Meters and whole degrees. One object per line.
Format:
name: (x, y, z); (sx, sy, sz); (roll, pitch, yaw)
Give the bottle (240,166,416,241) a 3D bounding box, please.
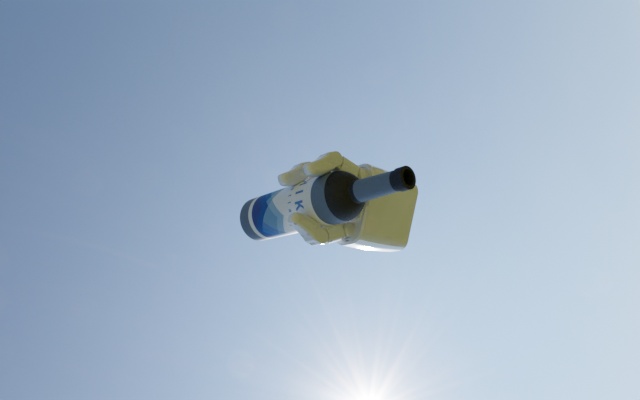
bottle: (0.000, 0.002, 0.633); (0.069, 0.069, 0.296); (0, -11, -42)
